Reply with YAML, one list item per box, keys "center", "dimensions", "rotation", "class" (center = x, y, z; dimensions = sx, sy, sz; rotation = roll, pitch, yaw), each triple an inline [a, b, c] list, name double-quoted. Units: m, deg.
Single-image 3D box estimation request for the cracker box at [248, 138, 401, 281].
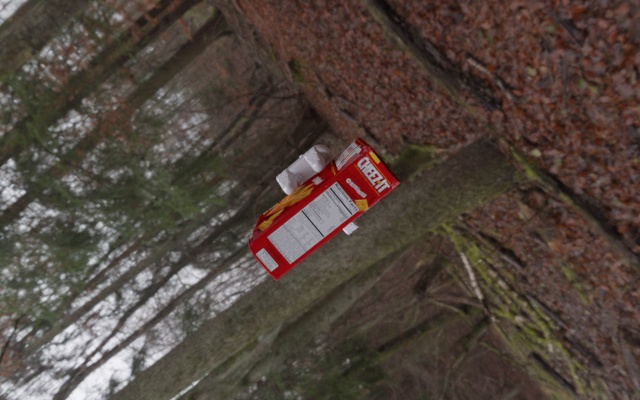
- center: [0.000, 0.003, 0.699]
  dimensions: [0.214, 0.072, 0.164]
  rotation: [-39, 10, 7]
  class: "cracker box"
